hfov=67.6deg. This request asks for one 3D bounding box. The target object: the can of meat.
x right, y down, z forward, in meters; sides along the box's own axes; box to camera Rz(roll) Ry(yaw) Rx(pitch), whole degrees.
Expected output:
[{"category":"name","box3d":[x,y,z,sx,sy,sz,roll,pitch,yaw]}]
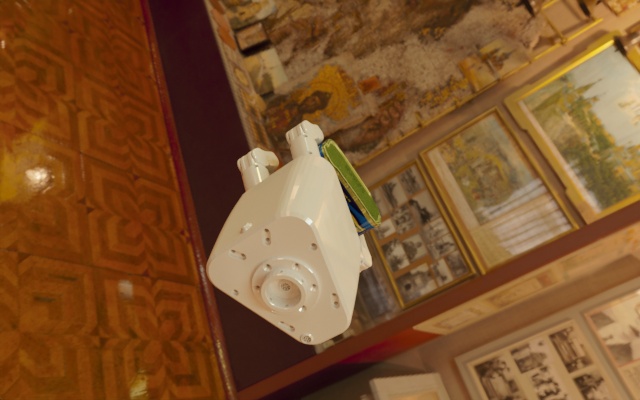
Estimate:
[{"category":"can of meat","box3d":[0.000,0.001,0.478,0.084,0.102,0.057,-31,15,19]}]
